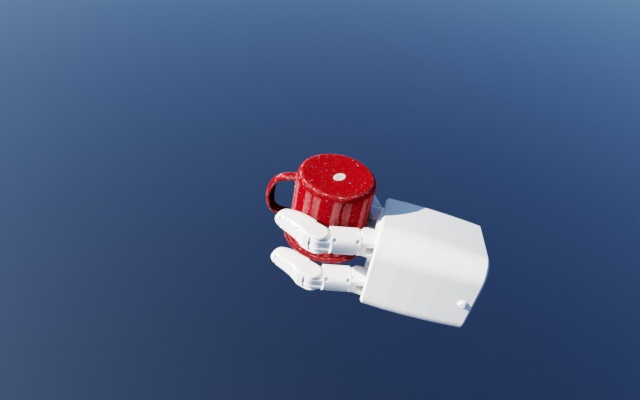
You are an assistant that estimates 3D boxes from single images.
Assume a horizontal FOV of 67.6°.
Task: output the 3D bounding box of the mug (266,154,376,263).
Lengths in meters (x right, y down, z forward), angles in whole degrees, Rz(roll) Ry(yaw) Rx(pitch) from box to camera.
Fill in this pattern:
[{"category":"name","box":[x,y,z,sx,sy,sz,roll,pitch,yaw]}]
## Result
[{"category":"mug","box":[-0.001,0.001,0.505,0.117,0.082,0.093,15,38,6]}]
